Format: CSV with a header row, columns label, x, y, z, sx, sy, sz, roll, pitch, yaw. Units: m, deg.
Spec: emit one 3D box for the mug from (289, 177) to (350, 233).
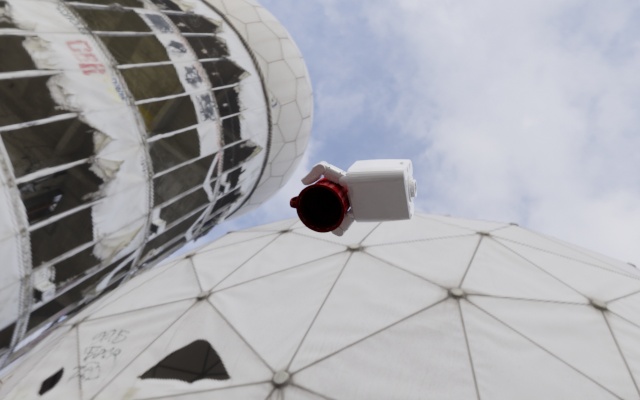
label,x,y,z,sx,sy,sz,roll,pitch,yaw
mug,-0.001,0.003,0.892,0.117,0.093,0.081,-1,18,20
